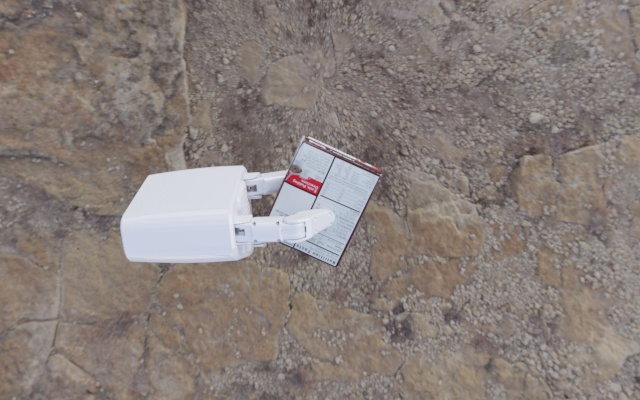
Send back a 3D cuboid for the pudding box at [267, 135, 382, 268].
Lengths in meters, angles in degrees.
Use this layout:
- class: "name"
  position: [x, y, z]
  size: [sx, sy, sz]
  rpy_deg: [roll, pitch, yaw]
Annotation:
- class: "pudding box"
  position: [0.000, 0.002, 0.496]
  size: [0.090, 0.113, 0.039]
  rpy_deg: [24, 14, -4]
